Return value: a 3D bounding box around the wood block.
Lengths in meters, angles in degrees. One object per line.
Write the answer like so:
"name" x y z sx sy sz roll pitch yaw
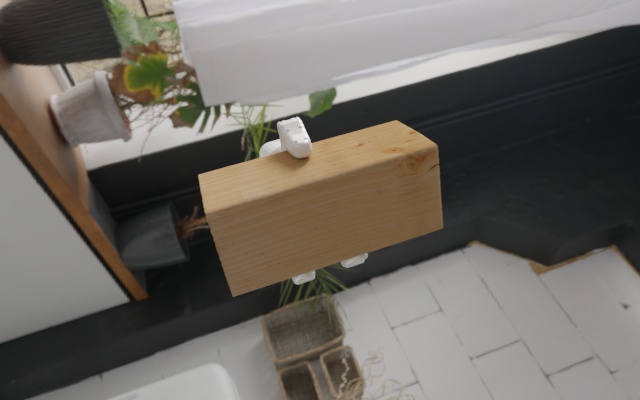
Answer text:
"wood block" 0.000 0.001 0.453 0.206 0.091 0.090 -17 28 -10
